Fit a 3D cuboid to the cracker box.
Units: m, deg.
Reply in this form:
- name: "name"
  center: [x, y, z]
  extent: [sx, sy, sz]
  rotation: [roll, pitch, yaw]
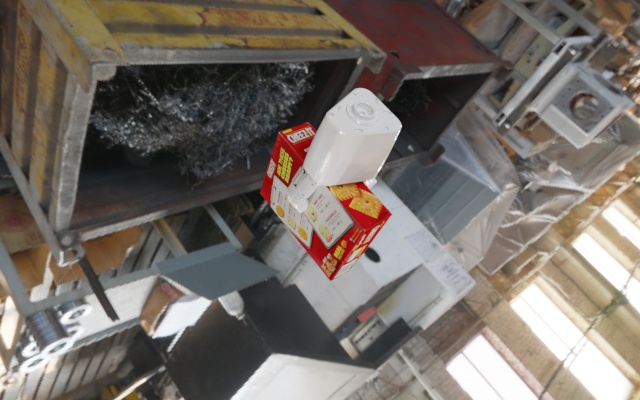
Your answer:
- name: "cracker box"
  center: [0.000, 0.003, 0.796]
  extent: [0.072, 0.213, 0.164]
  rotation: [-26, -24, -34]
